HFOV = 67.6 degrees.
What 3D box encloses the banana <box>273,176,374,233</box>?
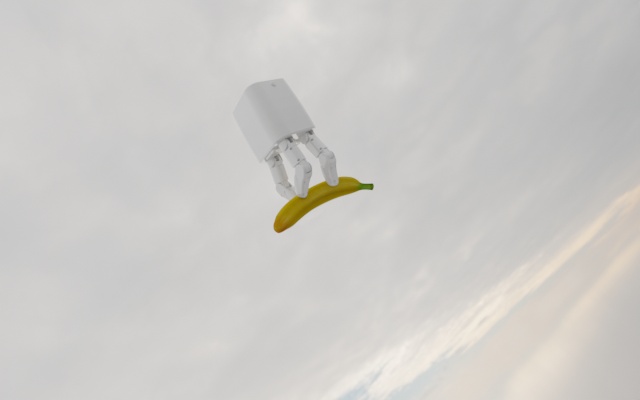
[{"bbox_3d":[-0.007,-0.001,0.809,0.198,0.037,0.069,-26,20,-25],"label":"banana"}]
